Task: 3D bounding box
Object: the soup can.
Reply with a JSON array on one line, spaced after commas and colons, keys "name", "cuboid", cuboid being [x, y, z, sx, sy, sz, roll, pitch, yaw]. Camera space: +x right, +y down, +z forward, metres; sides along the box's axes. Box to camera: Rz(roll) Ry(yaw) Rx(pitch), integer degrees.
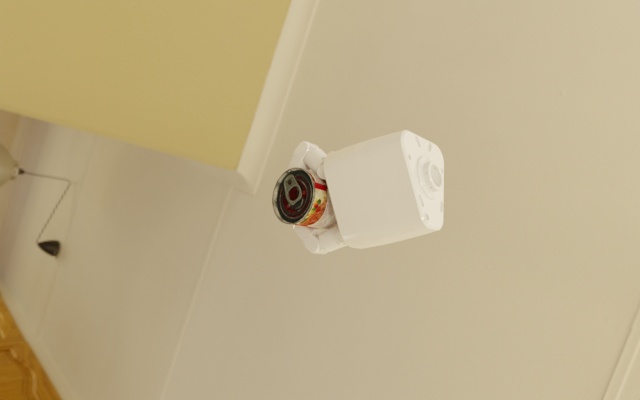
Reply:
[{"name": "soup can", "cuboid": [0.000, 0.002, 0.594, 0.068, 0.068, 0.102, 0, -9, 42]}]
